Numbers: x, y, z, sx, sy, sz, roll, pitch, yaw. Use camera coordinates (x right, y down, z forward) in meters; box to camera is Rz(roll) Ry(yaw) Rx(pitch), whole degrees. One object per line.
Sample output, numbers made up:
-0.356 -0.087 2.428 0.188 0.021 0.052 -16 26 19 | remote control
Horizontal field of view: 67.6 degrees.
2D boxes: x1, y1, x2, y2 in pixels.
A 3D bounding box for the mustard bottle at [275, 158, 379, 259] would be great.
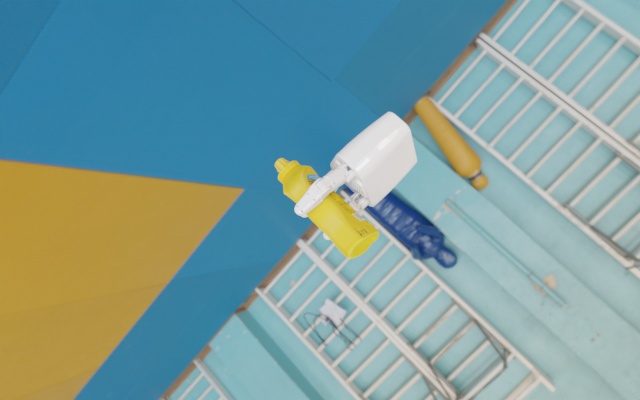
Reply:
0.000 0.003 0.721 0.191 0.058 0.096 45 15 17 | mustard bottle
